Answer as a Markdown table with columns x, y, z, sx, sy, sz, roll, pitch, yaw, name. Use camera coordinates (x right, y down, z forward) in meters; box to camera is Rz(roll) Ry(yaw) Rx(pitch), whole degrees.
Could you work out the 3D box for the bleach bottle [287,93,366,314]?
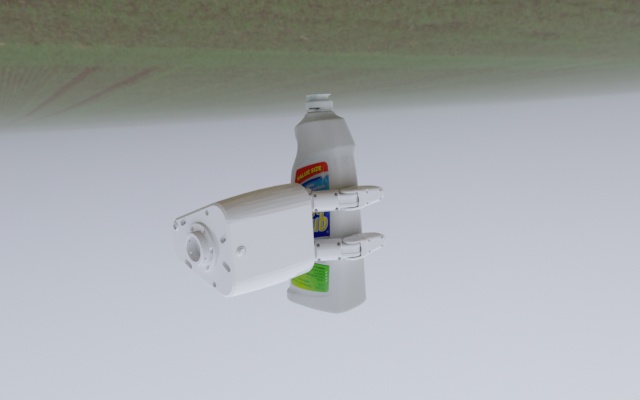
| x | y | z | sx | sy | sz | roll | pitch | yaw | name |
| --- | --- | --- | --- | --- | --- | --- | --- | --- | --- |
| 0.000 | 0.002 | 0.571 | 0.102 | 0.251 | 0.068 | 5 | 14 | 44 | bleach bottle |
